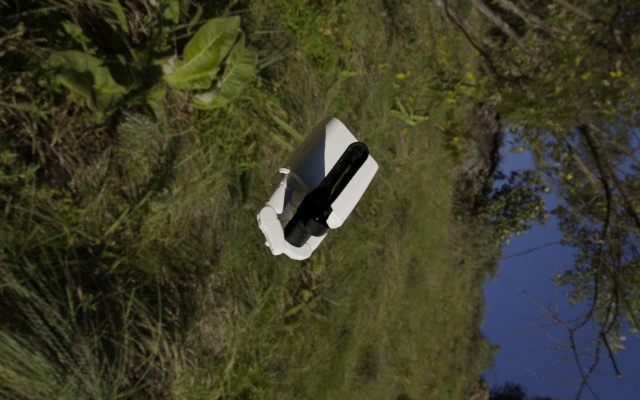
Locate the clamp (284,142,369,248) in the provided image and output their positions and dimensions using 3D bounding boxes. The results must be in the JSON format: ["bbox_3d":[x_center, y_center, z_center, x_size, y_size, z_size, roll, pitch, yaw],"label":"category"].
[{"bbox_3d":[0.000,0.002,0.551,0.039,0.120,0.171,40,-22,-7],"label":"clamp"}]
